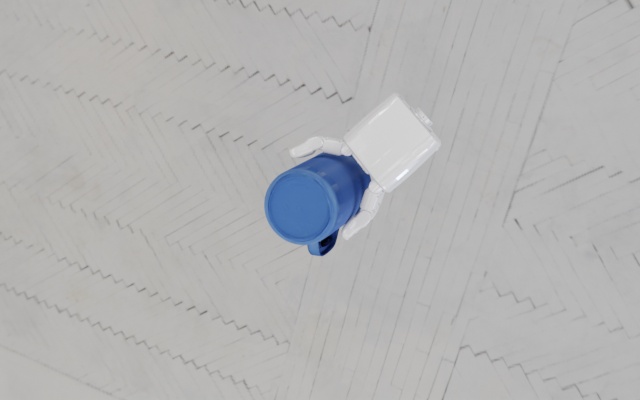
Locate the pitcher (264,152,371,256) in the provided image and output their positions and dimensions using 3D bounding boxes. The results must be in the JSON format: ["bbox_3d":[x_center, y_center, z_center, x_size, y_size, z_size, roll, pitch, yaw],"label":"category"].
[{"bbox_3d":[0.000,0.002,0.763,0.145,0.149,0.243,-40,-2,17],"label":"pitcher"}]
